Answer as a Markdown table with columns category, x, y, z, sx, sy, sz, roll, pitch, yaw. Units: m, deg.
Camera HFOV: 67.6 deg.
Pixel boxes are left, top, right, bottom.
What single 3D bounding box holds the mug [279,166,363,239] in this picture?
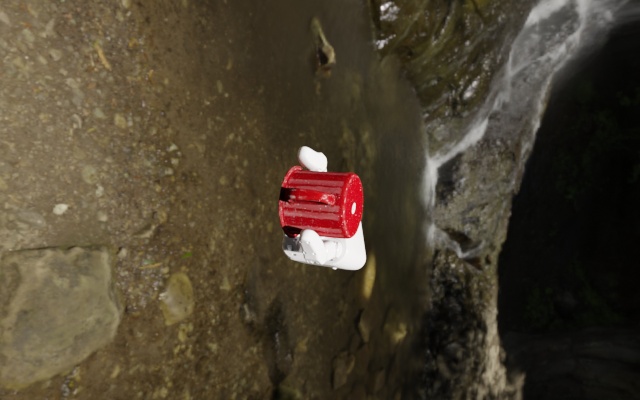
| category | x | y | z | sx | sy | sz | roll | pitch | yaw |
| --- | --- | --- | --- | --- | --- | --- | --- | --- | --- |
| mug | 0.000 | 0.002 | 0.584 | 0.081 | 0.093 | 0.117 | 4 | -11 | 21 |
